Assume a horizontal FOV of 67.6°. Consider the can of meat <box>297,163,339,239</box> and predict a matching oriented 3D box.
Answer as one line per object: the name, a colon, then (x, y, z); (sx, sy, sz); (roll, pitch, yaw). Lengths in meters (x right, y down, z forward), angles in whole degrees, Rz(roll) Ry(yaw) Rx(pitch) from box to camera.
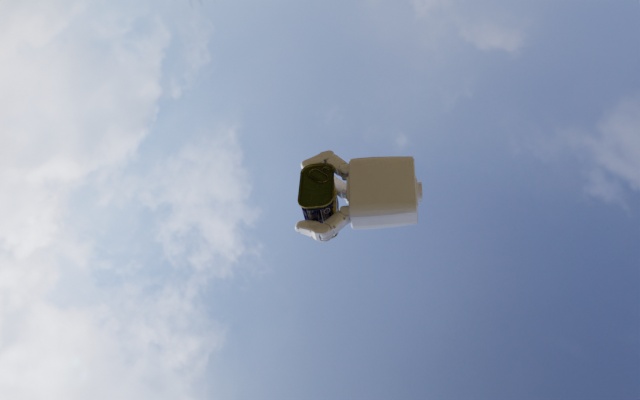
can of meat: (0.000, 0.003, 0.793); (0.057, 0.102, 0.084); (-5, -45, 8)
